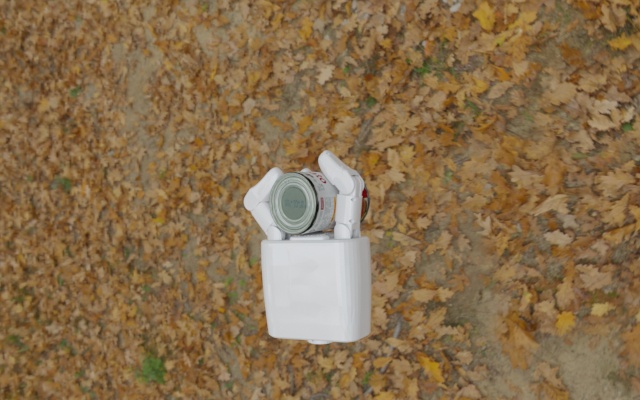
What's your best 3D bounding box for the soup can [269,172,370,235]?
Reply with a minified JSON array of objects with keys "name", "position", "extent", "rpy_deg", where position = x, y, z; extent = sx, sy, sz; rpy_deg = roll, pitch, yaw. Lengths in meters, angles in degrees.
[{"name":"soup can","position":[0.000,0.001,0.534],"extent":[0.068,0.068,0.102],"rpy_deg":[0,2,37]}]
